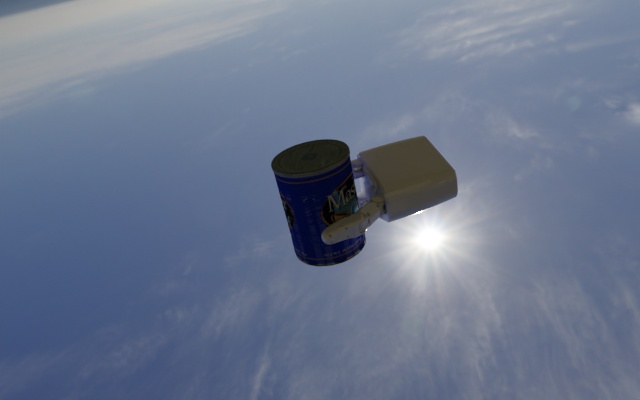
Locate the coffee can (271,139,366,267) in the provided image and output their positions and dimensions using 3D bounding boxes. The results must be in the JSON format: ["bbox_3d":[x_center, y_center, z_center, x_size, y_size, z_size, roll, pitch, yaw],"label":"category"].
[{"bbox_3d":[0.000,0.002,0.643,0.103,0.140,0.102,-10,28,5],"label":"coffee can"}]
